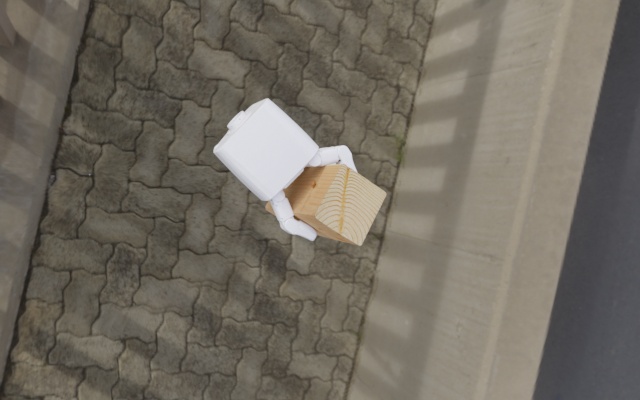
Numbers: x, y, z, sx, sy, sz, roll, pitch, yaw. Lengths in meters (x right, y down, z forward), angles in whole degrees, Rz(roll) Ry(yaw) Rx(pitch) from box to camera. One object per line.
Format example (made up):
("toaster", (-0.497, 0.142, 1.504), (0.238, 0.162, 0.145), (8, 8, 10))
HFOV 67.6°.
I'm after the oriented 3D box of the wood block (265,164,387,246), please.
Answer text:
("wood block", (0.000, 0.003, 0.771), (0.090, 0.091, 0.206), (33, -11, -23))
